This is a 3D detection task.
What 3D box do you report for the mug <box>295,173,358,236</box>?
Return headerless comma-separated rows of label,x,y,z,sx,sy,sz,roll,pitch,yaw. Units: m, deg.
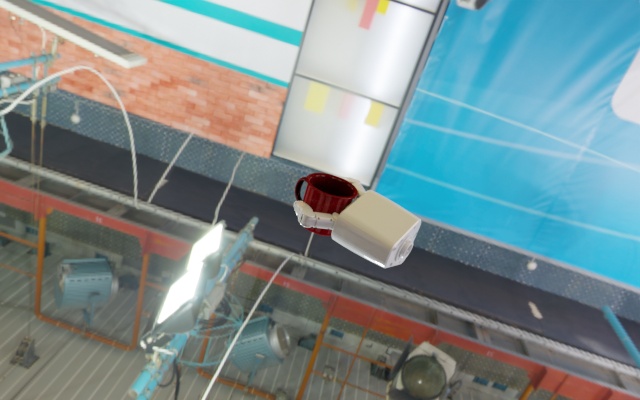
mug,-0.001,0.002,0.839,0.117,0.081,0.093,30,28,26
